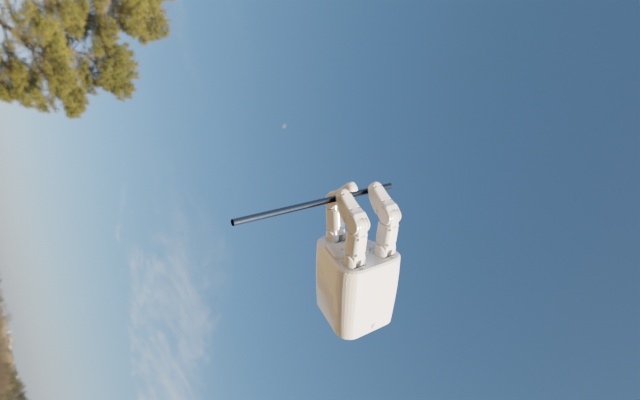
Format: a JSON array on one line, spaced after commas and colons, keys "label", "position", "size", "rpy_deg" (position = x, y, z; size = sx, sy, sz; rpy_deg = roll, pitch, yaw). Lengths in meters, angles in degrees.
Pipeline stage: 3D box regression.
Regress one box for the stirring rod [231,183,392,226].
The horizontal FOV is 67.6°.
[{"label": "stirring rod", "position": [0.000, 0.002, 0.588], "size": [0.239, 0.011, 0.011], "rpy_deg": [-13, 8, -35]}]
